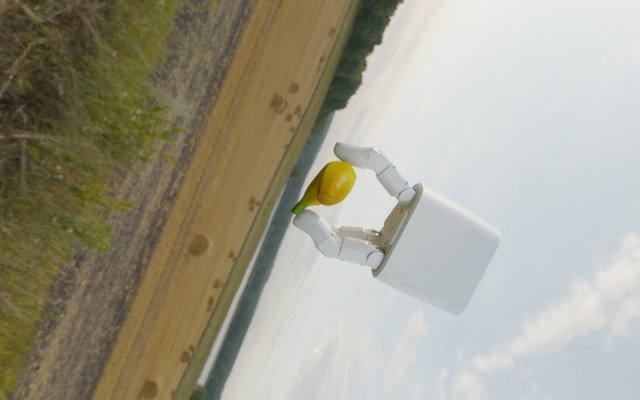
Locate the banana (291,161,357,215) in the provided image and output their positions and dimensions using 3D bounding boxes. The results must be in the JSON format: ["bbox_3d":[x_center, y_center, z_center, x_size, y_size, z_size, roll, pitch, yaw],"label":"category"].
[{"bbox_3d":[0.010,-0.013,0.521,0.037,0.069,0.198,34,-10,-4],"label":"banana"}]
